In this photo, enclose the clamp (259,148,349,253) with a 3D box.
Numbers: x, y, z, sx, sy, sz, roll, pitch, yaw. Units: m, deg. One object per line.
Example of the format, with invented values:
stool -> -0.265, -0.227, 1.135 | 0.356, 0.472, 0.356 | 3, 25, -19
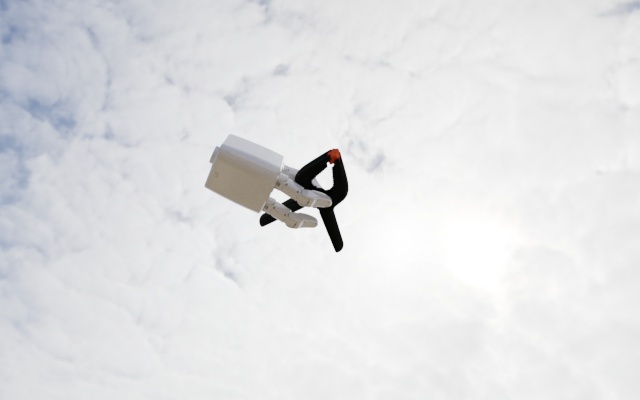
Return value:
clamp -> 0.000, 0.002, 0.842 | 0.164, 0.210, 0.036 | 24, 36, -10
